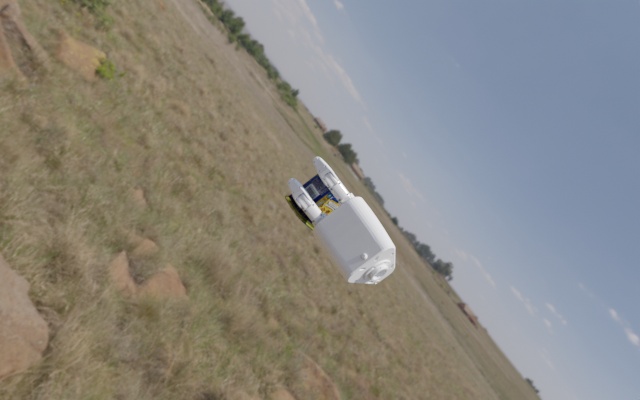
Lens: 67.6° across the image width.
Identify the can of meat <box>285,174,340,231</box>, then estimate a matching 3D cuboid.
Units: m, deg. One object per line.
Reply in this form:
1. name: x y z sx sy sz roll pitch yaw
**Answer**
1. can of meat: 0.000 0.003 0.831 0.084 0.057 0.102 -37 -34 5
